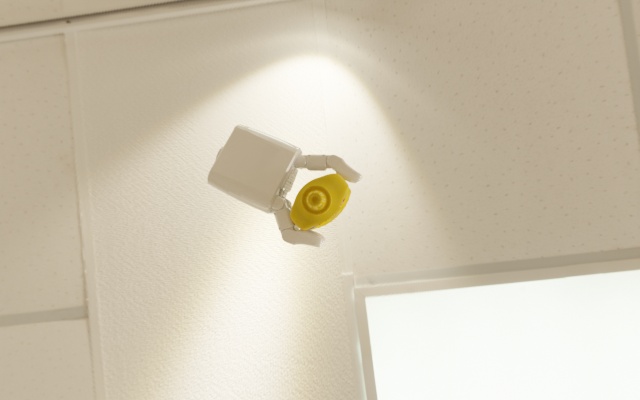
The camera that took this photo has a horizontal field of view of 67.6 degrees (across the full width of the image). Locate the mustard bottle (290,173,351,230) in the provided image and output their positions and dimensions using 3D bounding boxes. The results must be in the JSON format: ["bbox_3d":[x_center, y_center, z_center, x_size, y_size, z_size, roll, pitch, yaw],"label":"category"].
[{"bbox_3d":[0.000,0.003,0.706,0.096,0.058,0.191,-41,-5,2],"label":"mustard bottle"}]
